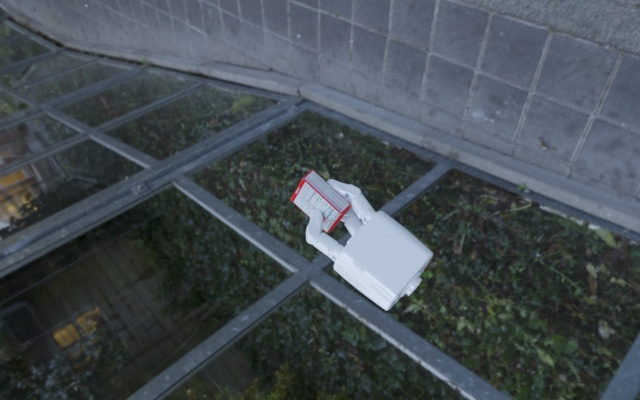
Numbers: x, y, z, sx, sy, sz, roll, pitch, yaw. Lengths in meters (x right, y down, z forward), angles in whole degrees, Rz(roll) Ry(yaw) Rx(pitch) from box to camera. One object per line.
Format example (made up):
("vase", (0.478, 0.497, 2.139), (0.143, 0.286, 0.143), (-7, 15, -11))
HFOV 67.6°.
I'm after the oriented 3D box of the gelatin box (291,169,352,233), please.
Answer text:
("gelatin box", (0.000, 0.003, 0.784), (0.030, 0.089, 0.073), (-45, -6, -33))
